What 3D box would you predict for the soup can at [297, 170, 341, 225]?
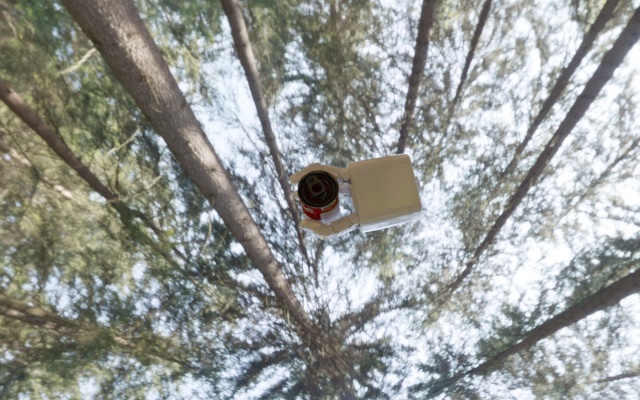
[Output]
[{"bbox_3d":[0.000,0.003,0.807,0.068,0.068,0.102,0,-26,5],"label":"soup can"}]
